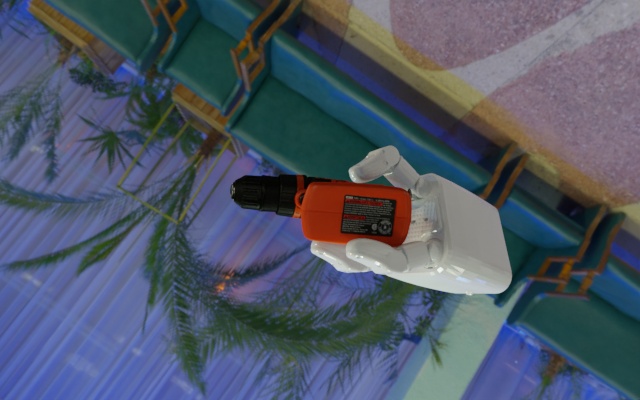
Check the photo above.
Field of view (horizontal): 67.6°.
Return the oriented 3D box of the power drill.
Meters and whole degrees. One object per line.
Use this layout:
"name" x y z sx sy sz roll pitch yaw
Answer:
"power drill" 0.000 0.002 0.508 0.184 0.057 0.187 3 6 -13
